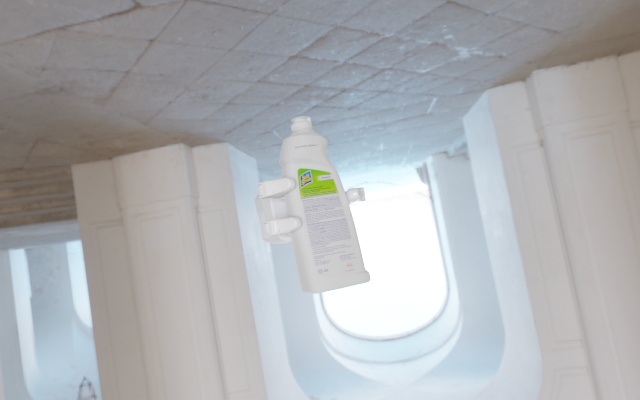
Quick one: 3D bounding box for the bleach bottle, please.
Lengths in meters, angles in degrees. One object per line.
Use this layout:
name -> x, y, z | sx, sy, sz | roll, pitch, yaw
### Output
bleach bottle -> 0.000, 0.002, 0.693 | 0.102, 0.251, 0.068 | -8, -5, -23
